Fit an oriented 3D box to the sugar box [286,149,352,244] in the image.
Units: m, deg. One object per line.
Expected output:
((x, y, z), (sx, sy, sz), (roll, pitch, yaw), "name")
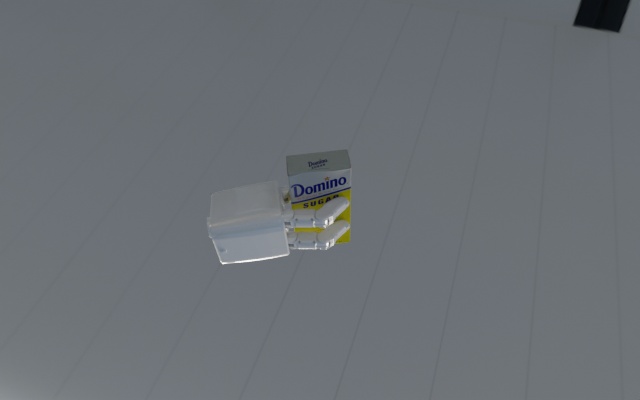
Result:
((0.000, 0.003, 0.741), (0.093, 0.048, 0.176), (-7, -39, -2), "sugar box")
